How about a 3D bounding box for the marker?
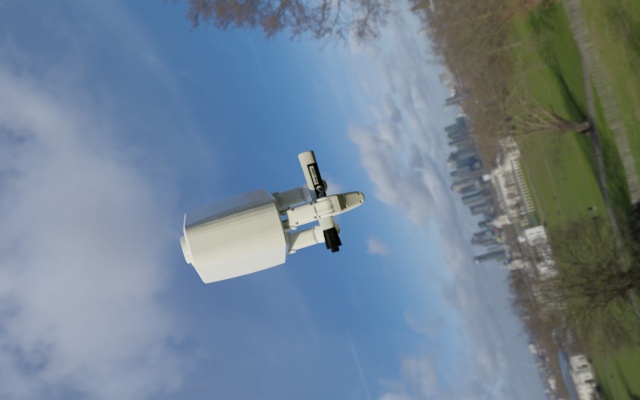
[{"bbox_3d":[0.000,0.002,0.555,0.020,0.121,0.020,-17,-4,-1],"label":"marker"}]
